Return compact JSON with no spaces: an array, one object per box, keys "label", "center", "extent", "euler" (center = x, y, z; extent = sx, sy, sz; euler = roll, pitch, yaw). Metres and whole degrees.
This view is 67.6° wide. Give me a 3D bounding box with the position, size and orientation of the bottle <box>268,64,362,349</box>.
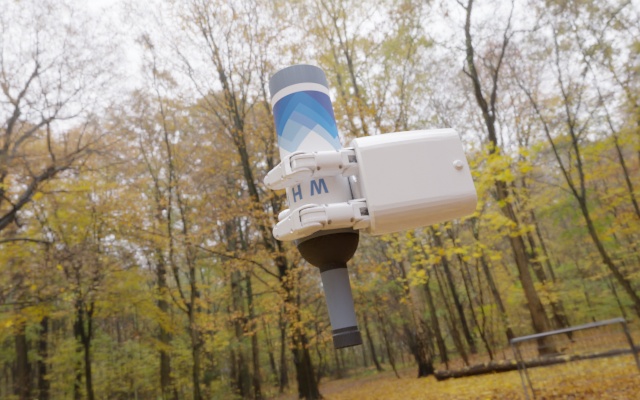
[{"label":"bottle","center":[0.000,0.001,0.498],"extent":[0.069,0.295,0.069],"euler":[-10,-18,-3]}]
